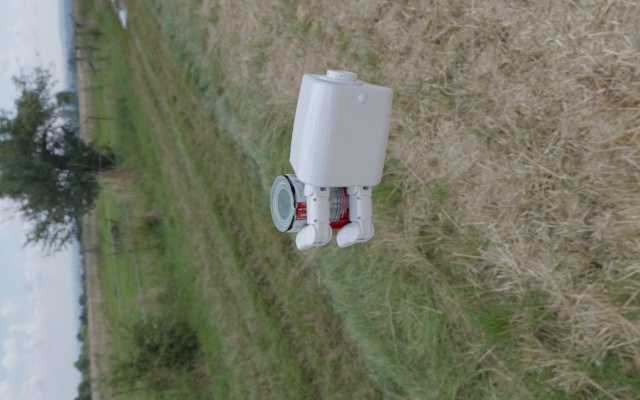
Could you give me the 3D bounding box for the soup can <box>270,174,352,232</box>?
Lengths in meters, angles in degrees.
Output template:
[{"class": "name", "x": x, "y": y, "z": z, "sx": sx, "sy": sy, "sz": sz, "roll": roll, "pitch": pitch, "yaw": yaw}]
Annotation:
[{"class": "soup can", "x": 0.000, "y": 0.002, "z": 0.565, "sx": 0.102, "sy": 0.068, "sz": 0.068, "roll": -2, "pitch": 1, "yaw": -28}]
